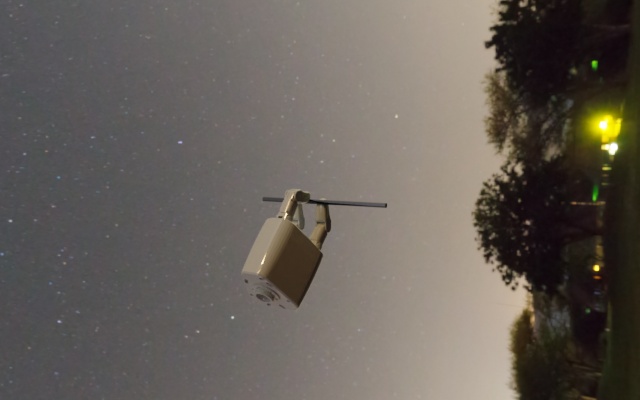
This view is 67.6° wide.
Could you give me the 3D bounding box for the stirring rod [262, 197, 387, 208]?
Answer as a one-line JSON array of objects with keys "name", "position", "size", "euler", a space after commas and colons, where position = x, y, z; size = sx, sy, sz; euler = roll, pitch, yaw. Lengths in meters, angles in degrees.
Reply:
[{"name": "stirring rod", "position": [0.000, 0.003, 0.823], "size": [0.239, 0.011, 0.011], "euler": [3, 1, 29]}]
